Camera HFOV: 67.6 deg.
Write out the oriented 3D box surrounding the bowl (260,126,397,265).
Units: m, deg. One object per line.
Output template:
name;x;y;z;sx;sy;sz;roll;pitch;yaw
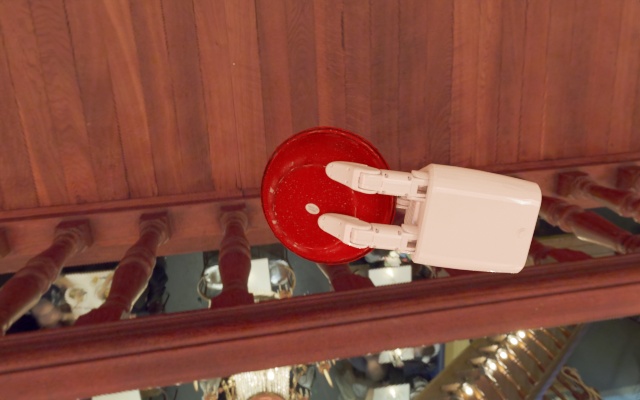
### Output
bowl;-0.001;0.002;0.524;0.162;0.162;0.055;0;12;15
